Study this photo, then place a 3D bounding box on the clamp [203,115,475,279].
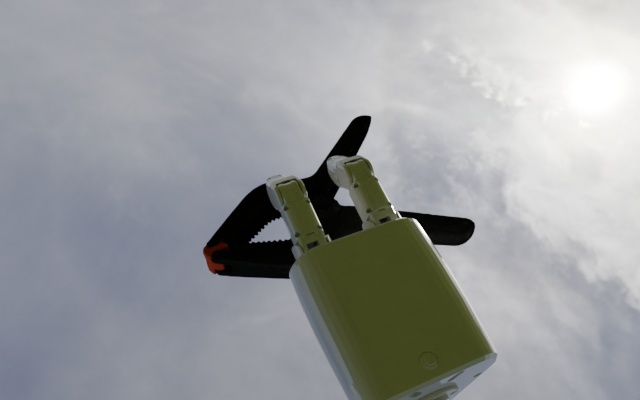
[{"bbox_3d":[0.000,0.002,0.408,0.210,0.164,0.036,-18,-38,-15],"label":"clamp"}]
